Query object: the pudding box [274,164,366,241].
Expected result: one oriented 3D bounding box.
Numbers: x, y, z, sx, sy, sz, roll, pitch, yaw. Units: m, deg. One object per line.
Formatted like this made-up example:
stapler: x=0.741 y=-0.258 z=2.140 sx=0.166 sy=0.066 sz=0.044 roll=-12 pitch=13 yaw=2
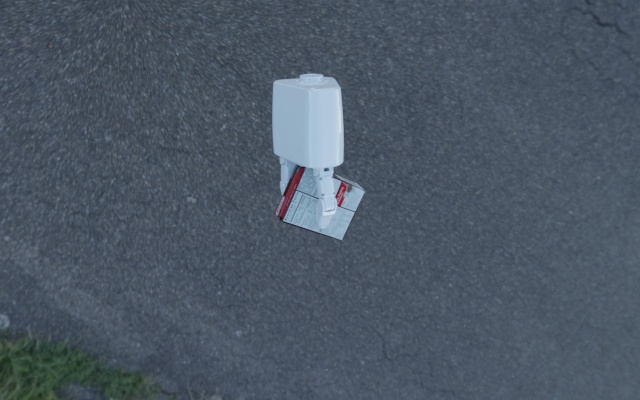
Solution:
pudding box: x=0.000 y=0.002 z=0.709 sx=0.113 sy=0.090 sz=0.039 roll=21 pitch=10 yaw=-27
